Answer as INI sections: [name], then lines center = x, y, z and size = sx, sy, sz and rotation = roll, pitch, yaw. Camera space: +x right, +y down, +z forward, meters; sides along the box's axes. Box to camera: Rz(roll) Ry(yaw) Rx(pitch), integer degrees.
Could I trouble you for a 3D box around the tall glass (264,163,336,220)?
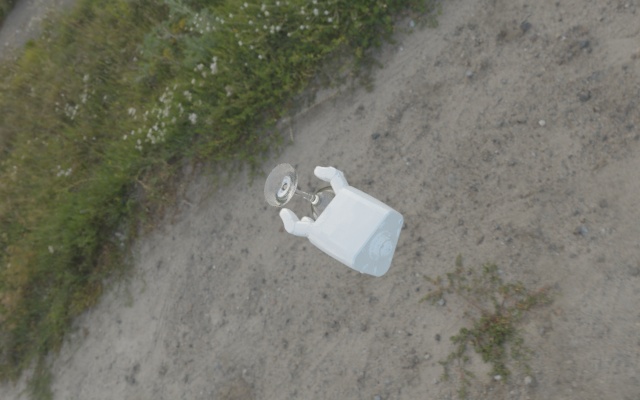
[tall glass]
center = 0.000, 0.002, 0.841
size = 0.079, 0.079, 0.201
rotation = 0, -16, 43
